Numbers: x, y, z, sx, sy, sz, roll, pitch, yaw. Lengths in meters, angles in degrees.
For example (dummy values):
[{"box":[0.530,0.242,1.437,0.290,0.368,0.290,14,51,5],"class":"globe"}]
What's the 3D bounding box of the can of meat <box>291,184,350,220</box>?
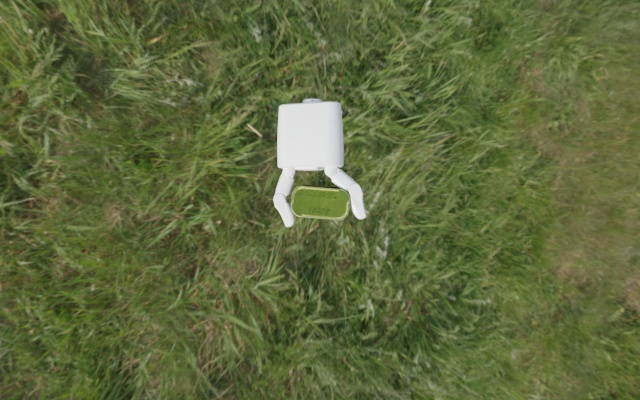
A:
[{"box":[0.000,0.003,0.813,0.102,0.057,0.084,4,2,0],"class":"can of meat"}]
